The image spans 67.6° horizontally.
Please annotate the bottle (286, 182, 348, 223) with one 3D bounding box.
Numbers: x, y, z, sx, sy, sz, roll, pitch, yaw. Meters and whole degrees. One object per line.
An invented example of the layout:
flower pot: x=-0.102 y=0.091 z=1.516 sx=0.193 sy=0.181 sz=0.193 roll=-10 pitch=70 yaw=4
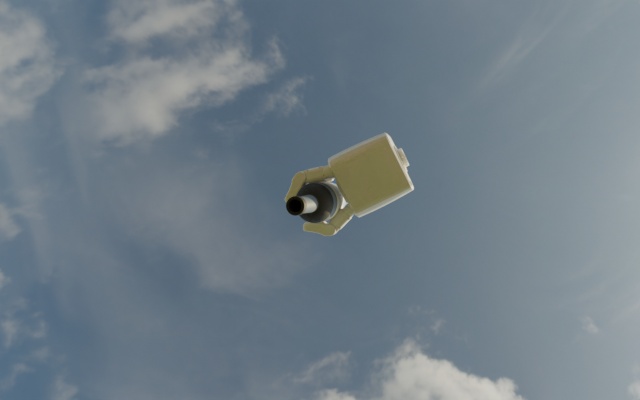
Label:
bottle: x=0.000 y=0.003 z=0.811 sx=0.069 sy=0.069 sz=0.295 roll=0 pitch=2 yaw=14
